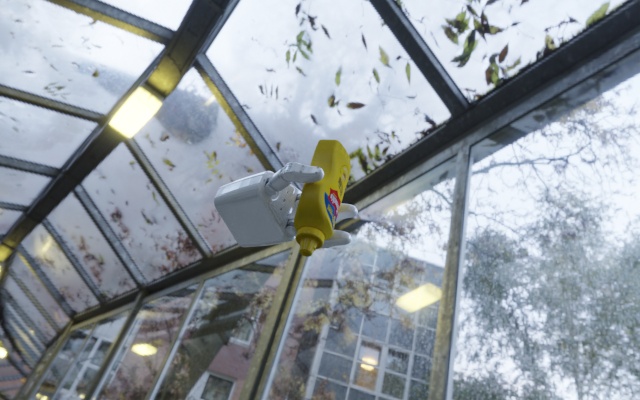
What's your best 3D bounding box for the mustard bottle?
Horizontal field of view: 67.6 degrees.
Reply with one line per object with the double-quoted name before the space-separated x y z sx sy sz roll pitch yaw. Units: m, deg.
"mustard bottle" 0.000 0.002 0.729 0.058 0.191 0.096 4 -40 16
